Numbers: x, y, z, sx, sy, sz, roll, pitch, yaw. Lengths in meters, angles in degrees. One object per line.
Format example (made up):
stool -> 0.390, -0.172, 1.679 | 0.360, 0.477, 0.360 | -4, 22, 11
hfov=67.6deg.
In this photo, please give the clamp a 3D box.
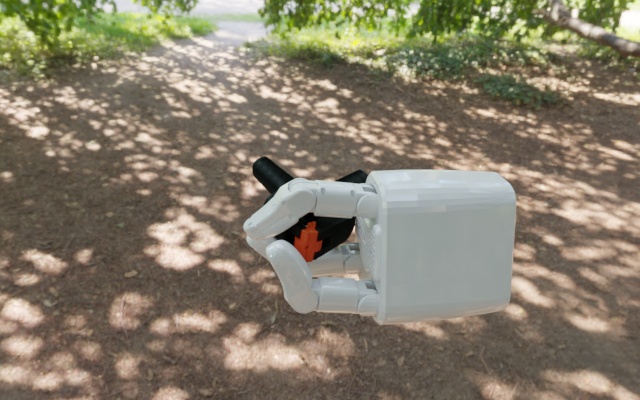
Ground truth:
clamp -> 0.000, 0.001, 0.433 | 0.120, 0.039, 0.171 | -1, 27, -9
